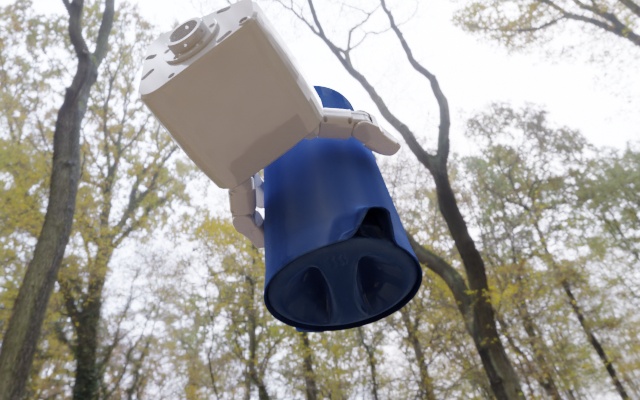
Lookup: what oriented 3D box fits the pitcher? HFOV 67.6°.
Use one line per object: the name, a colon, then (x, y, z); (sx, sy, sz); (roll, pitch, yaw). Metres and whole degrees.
pitcher: (0.000, 0.001, 0.480); (0.149, 0.242, 0.145); (-25, -45, 15)
